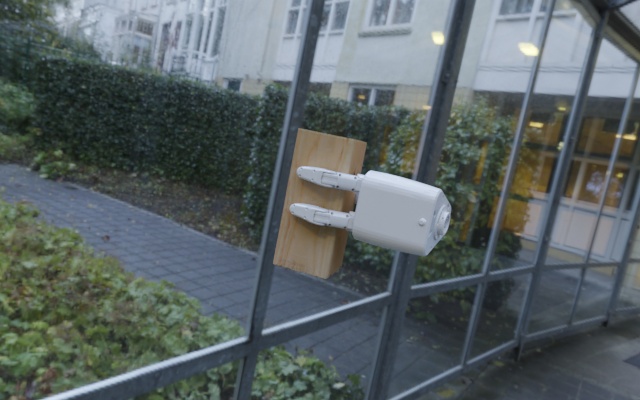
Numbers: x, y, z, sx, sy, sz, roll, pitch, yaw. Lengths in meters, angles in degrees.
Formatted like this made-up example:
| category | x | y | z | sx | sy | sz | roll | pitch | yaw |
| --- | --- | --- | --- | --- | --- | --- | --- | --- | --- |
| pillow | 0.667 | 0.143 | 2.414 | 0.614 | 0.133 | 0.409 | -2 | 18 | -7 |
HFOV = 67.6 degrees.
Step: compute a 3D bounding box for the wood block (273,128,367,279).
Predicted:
| category | x | y | z | sx | sy | sz | roll | pitch | yaw |
| --- | --- | --- | --- | --- | --- | --- | --- | --- | --- |
| wood block | 0.001 | 0.002 | 0.733 | 0.090 | 0.206 | 0.091 | 13 | 7 | 15 |
